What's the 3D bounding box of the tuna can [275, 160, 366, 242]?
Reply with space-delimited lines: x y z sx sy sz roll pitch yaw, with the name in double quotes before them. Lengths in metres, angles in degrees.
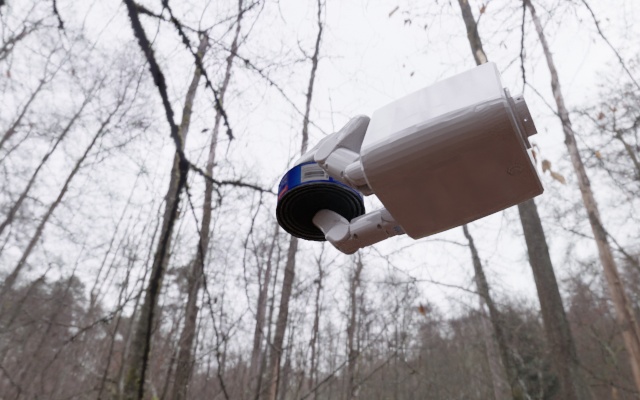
"tuna can" 0.000 0.001 0.462 0.086 0.033 0.086 0 -42 0
